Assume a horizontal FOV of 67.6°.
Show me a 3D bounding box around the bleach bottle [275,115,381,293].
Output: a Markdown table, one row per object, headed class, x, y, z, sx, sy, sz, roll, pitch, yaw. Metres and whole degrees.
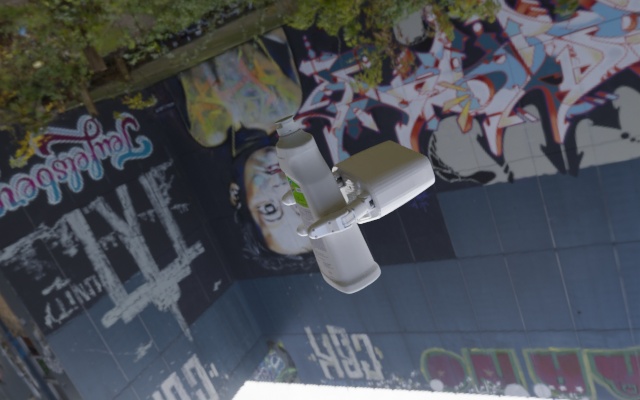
| class | x | y | z | sx | sy | sz | roll | pitch | yaw |
| --- | --- | --- | --- | --- | --- | --- | --- | --- | --- |
| bleach bottle | 0.000 | 0.002 | 0.672 | 0.068 | 0.251 | 0.102 | -29 | 18 | -20 |
